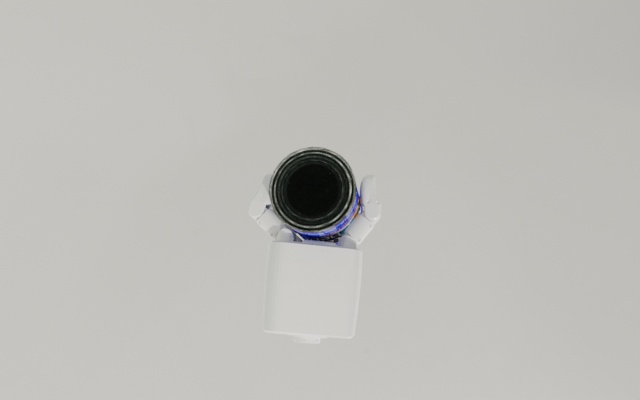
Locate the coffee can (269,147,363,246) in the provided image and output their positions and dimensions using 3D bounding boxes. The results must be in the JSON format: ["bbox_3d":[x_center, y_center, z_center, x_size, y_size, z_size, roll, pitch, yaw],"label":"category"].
[{"bbox_3d":[0.000,0.002,0.614,0.103,0.102,0.140,0,-13,8],"label":"coffee can"}]
